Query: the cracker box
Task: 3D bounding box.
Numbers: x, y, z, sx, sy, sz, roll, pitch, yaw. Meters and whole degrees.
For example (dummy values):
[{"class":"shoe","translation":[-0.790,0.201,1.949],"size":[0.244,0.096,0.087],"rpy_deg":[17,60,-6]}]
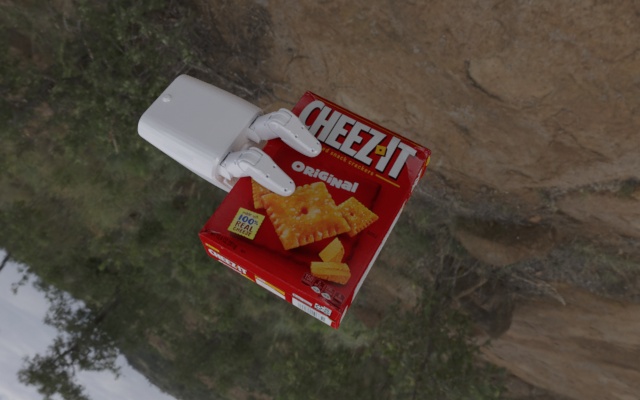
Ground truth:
[{"class":"cracker box","translation":[0.000,0.002,0.520],"size":[0.164,0.213,0.072],"rpy_deg":[28,-24,11]}]
